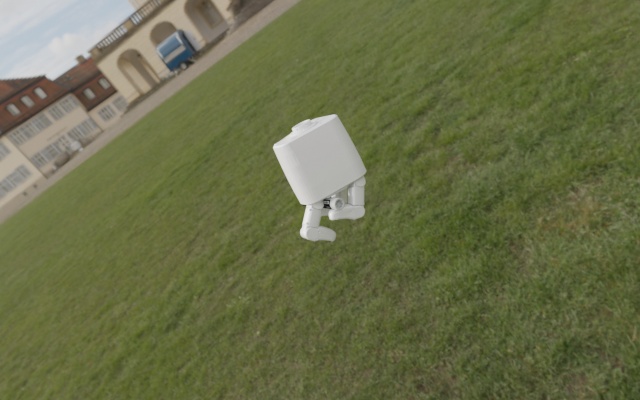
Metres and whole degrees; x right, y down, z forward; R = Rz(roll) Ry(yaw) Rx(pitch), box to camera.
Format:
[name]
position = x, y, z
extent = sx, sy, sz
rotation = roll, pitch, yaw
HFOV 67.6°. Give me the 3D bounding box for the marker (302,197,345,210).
[marker]
position = 0.000, 0.003, 0.785
extent = 0.020, 0.020, 0.121
rotation = 0, 3, -29
